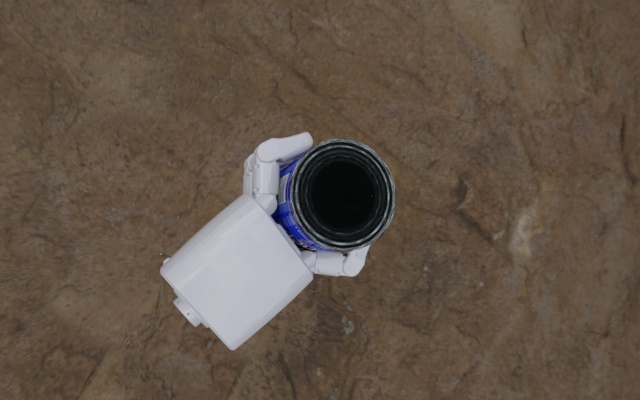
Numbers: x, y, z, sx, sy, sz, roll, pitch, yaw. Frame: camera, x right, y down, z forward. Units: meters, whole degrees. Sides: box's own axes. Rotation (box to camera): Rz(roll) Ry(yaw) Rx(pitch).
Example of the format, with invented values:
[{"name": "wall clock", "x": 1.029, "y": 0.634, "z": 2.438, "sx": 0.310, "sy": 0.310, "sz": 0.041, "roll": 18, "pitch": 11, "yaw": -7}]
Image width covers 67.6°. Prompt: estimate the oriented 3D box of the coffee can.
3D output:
[{"name": "coffee can", "x": 0.000, "y": 0.002, "z": 0.492, "sx": 0.103, "sy": 0.103, "sz": 0.140, "roll": 0, "pitch": -6, "yaw": -18}]
